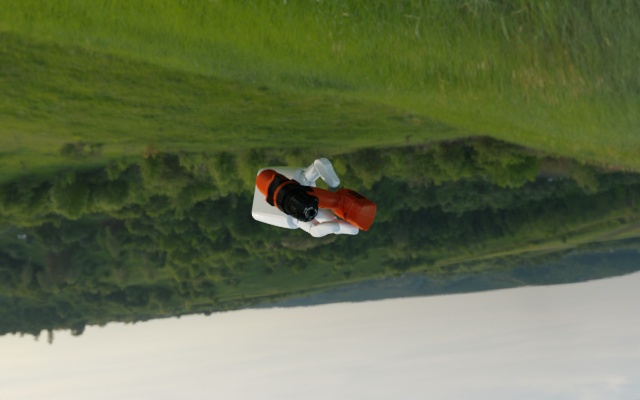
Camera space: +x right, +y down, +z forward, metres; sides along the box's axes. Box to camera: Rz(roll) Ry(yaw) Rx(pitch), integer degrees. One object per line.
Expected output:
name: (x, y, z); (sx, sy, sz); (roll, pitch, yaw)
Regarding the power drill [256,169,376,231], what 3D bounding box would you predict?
power drill: (0.000, 0.003, 0.810); (0.188, 0.057, 0.184); (15, 12, -33)
